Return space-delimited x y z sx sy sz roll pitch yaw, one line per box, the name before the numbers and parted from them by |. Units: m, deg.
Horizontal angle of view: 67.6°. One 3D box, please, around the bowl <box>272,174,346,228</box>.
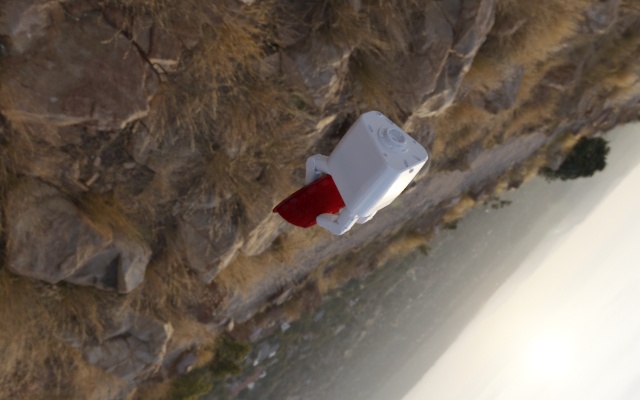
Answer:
bowl | 0.000 0.003 0.822 0.162 0.055 0.162 -29 -5 -3
